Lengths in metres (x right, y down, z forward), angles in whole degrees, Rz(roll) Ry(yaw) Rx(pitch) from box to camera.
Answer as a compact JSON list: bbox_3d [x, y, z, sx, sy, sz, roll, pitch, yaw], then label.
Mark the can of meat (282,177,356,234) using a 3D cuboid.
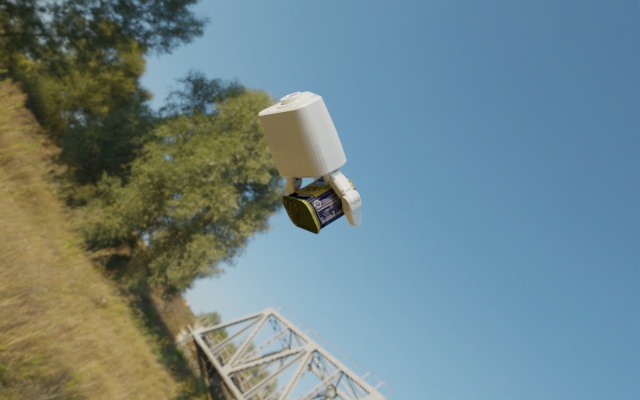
[{"bbox_3d":[0.000,0.002,0.749,0.084,0.057,0.102,-30,19,-22],"label":"can of meat"}]
